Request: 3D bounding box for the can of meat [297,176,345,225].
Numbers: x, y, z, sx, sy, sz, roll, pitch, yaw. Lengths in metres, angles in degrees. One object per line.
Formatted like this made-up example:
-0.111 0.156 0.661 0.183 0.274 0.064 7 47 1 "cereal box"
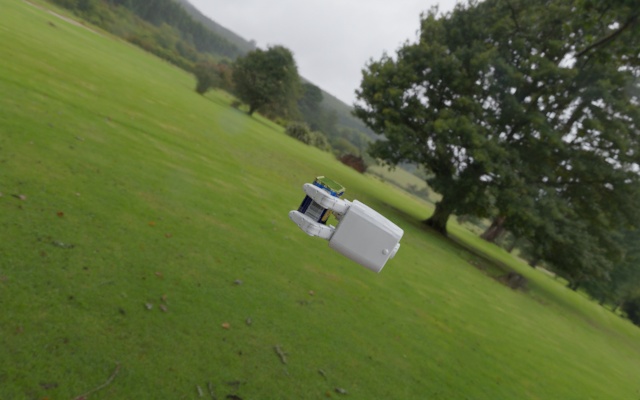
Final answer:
0.000 0.003 0.896 0.057 0.084 0.102 32 11 7 "can of meat"
